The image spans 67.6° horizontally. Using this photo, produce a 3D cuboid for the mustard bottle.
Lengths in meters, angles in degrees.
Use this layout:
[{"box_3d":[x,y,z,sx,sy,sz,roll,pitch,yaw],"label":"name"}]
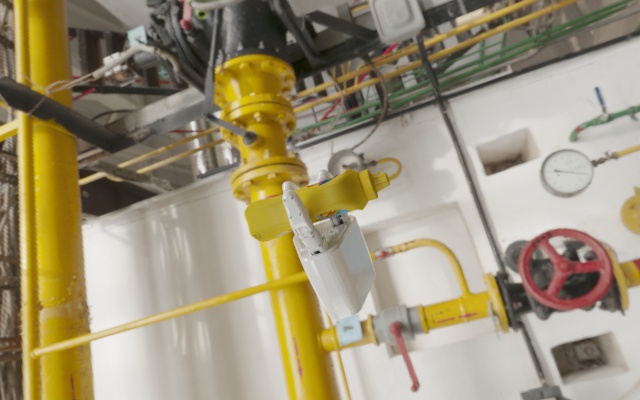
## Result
[{"box_3d":[0.000,0.002,0.644,0.191,0.058,0.096,-18,-6,13],"label":"mustard bottle"}]
